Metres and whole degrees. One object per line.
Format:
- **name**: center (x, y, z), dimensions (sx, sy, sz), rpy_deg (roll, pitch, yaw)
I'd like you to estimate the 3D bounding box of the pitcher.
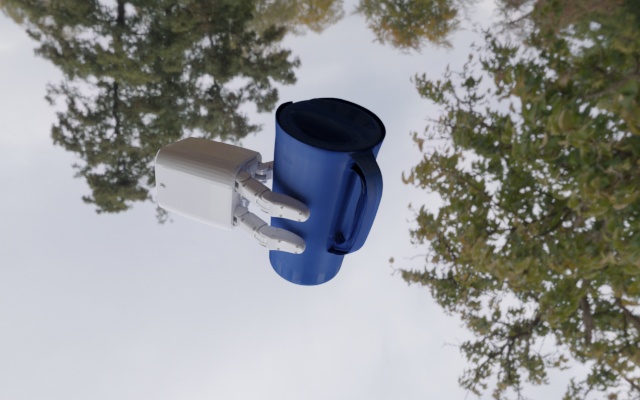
- **pitcher**: center (0.000, 0.002, 0.624), dimensions (0.145, 0.243, 0.149), rpy_deg (14, 37, 5)
